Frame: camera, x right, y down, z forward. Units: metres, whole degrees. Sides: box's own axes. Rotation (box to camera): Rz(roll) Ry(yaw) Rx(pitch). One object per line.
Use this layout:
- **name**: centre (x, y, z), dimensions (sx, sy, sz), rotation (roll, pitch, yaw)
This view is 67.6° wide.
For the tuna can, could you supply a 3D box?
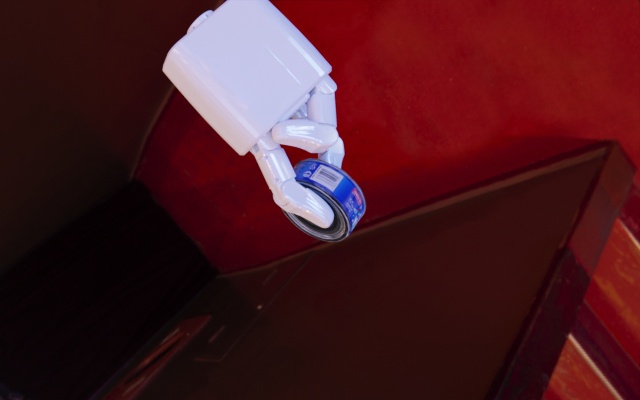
- **tuna can**: centre (0.000, 0.002, 0.479), dimensions (0.086, 0.086, 0.033), rotation (0, 42, 42)
